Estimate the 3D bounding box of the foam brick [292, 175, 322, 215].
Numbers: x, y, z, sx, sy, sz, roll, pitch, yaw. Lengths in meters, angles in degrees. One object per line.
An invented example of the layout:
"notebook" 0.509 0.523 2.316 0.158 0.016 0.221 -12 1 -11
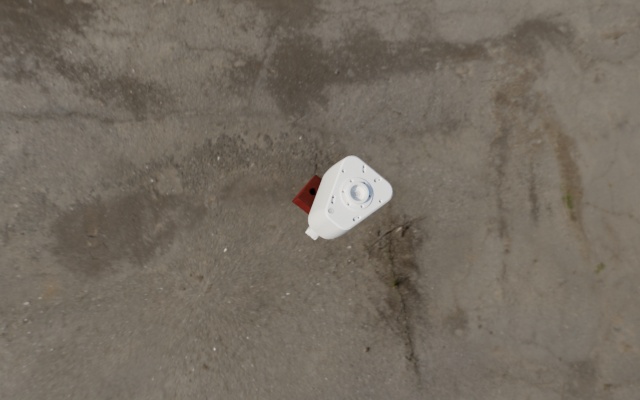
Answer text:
"foam brick" 0.000 0.003 0.818 0.078 0.053 0.051 39 -15 -4
